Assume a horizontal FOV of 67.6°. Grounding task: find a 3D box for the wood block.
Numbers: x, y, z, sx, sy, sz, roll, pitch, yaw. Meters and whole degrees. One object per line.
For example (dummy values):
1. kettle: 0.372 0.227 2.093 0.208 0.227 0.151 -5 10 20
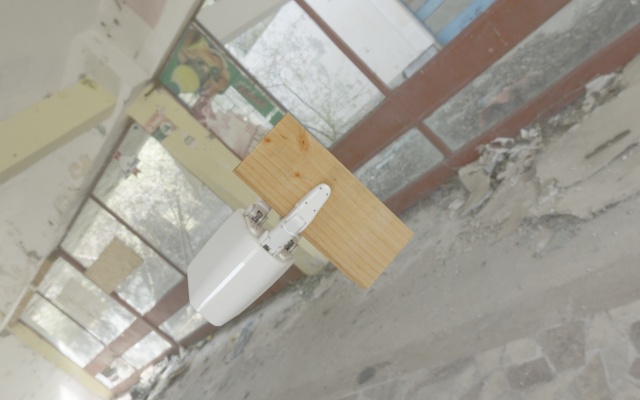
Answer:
1. wood block: 0.000 0.002 0.582 0.206 0.090 0.091 43 -7 -10
